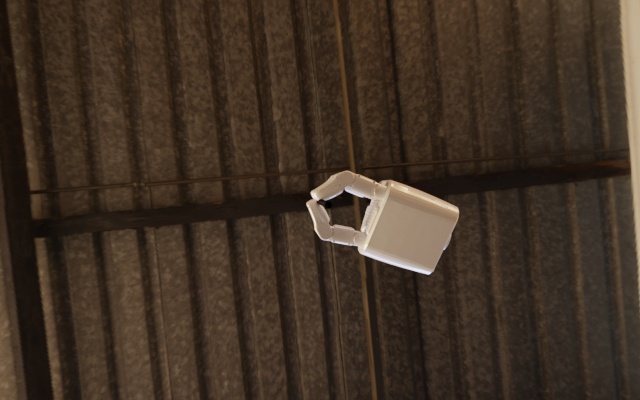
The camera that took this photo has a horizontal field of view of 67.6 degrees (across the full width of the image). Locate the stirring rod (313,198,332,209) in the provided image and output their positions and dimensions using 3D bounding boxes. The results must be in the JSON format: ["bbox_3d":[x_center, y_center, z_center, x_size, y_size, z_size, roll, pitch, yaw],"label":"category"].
[{"bbox_3d":[0.000,0.002,0.641,0.011,0.011,0.239,0,1,-4],"label":"stirring rod"}]
